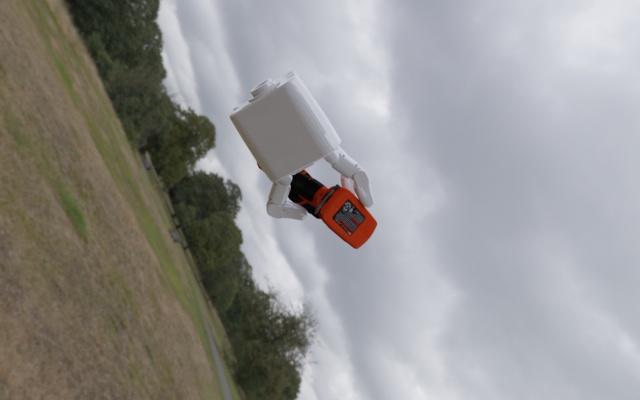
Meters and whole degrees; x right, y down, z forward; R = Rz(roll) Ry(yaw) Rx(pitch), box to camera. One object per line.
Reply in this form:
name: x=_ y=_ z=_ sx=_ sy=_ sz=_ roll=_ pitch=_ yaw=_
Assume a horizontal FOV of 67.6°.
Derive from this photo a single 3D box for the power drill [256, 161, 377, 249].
power drill: x=0.000 y=0.002 z=0.735 sx=0.187 sy=0.057 sz=0.184 roll=32 pitch=-7 yaw=48
